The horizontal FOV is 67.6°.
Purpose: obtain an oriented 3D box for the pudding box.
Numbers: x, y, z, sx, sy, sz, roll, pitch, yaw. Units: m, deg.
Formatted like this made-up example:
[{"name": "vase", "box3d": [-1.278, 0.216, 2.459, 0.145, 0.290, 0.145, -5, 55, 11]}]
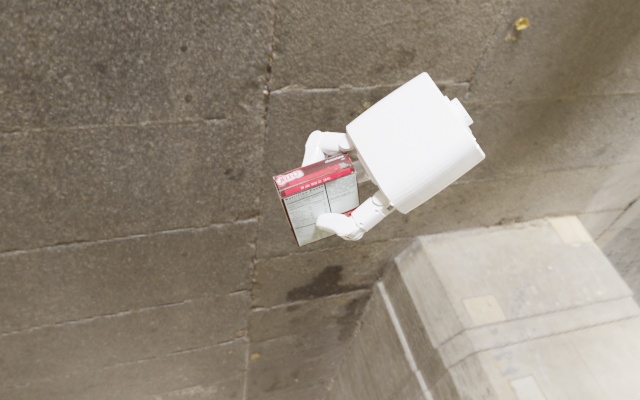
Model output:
[{"name": "pudding box", "box3d": [0.000, 0.002, 0.570, 0.090, 0.039, 0.114, -18, -38, -4]}]
